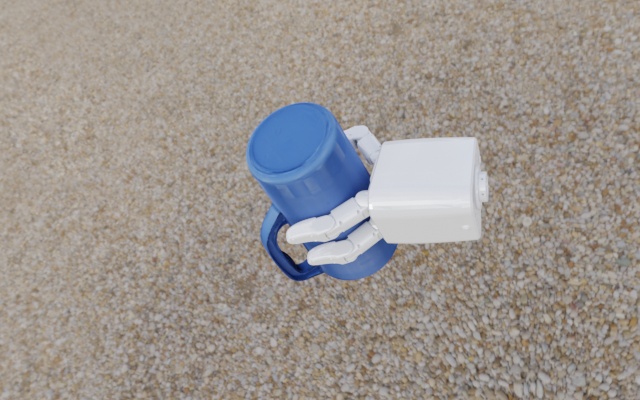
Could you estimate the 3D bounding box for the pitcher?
[{"bbox_3d":[0.000,0.002,0.595,0.145,0.149,0.243,-2,-31,24],"label":"pitcher"}]
